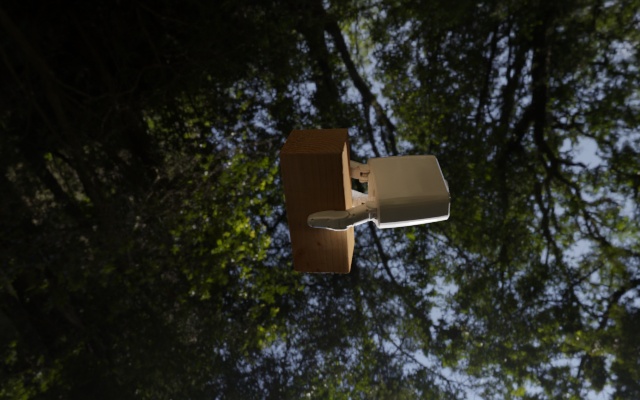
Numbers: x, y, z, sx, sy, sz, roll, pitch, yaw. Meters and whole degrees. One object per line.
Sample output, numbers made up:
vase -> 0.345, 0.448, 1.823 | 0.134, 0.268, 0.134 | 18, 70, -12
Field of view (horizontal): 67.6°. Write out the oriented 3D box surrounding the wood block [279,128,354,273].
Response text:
wood block -> 0.000, 0.003, 0.736 | 0.090, 0.206, 0.090 | 0, 30, 10
